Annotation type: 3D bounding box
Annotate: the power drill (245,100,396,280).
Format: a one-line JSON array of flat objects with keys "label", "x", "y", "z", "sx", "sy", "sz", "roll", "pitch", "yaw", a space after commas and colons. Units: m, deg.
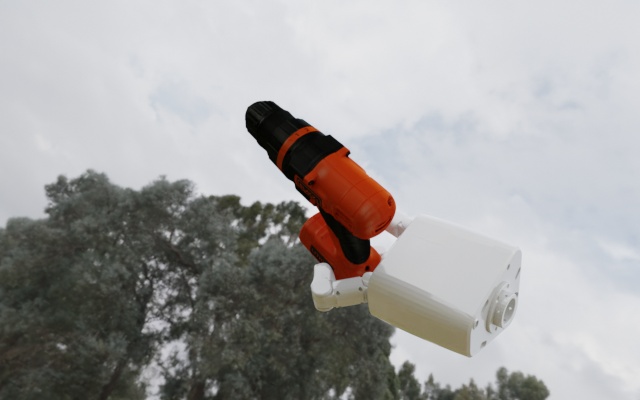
[{"label": "power drill", "x": 0.000, "y": 0.002, "z": 0.486, "sx": 0.057, "sy": 0.184, "sz": 0.188, "roll": -38, "pitch": -30, "yaw": -13}]
